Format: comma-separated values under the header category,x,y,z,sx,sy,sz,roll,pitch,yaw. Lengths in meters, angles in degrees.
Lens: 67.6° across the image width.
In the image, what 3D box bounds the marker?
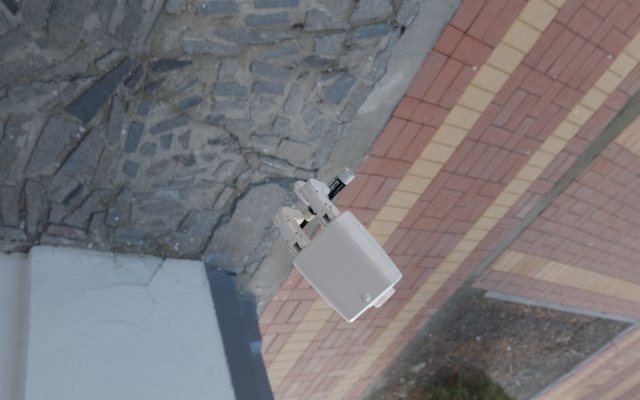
category,x,y,z,sx,sy,sz,roll,pitch,yaw
marker,0.000,0.002,0.667,0.121,0.020,0.020,-46,-18,18
